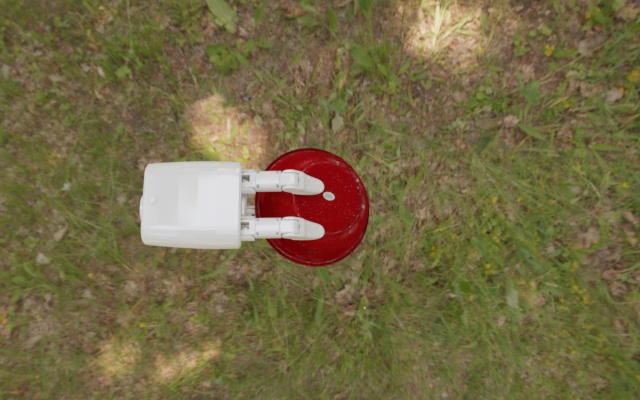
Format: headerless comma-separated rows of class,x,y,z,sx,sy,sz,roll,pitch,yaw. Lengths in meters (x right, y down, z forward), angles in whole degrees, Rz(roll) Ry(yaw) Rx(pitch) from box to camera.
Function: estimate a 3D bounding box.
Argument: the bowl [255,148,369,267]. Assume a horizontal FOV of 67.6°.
bowl,0.001,0.002,0.612,0.162,0.162,0.055,0,-12,-20
